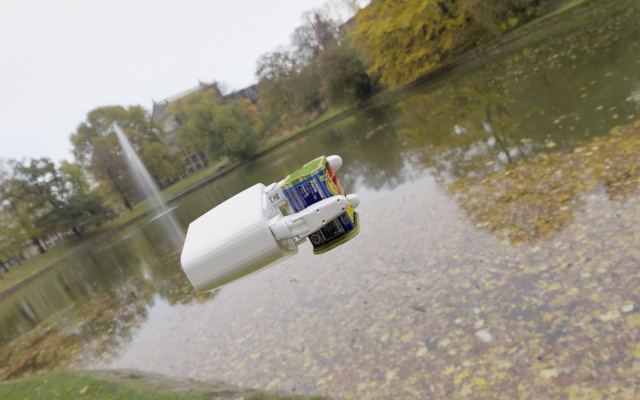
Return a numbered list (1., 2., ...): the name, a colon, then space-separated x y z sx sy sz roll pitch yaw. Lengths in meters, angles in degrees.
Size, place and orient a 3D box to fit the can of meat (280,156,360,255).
1. can of meat: 0.000 0.001 0.540 0.057 0.084 0.102 -27 10 9
